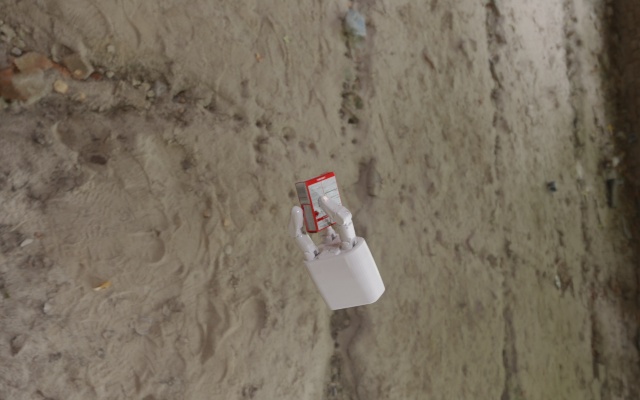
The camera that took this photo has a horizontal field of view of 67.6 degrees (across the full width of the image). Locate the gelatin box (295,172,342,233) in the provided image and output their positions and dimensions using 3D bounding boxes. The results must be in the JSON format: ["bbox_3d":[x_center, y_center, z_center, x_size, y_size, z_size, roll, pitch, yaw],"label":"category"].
[{"bbox_3d":[0.000,0.002,0.814,0.030,0.089,0.073,-4,13,45],"label":"gelatin box"}]
